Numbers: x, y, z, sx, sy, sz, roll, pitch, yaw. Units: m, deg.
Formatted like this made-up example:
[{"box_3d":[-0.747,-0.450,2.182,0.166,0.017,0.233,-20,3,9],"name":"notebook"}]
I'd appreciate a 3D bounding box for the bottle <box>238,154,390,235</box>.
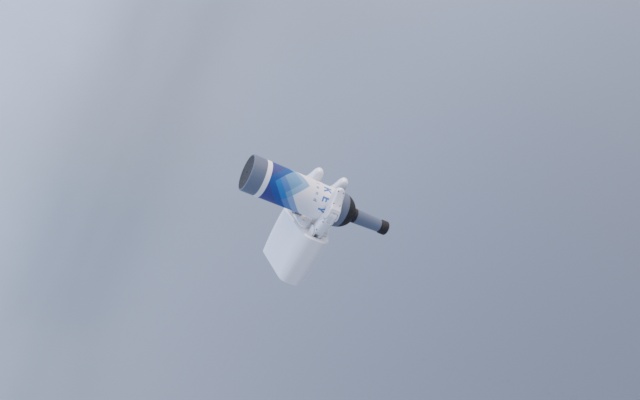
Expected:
[{"box_3d":[0.000,0.003,0.866,0.296,0.069,0.069,22,-9,-23],"name":"bottle"}]
